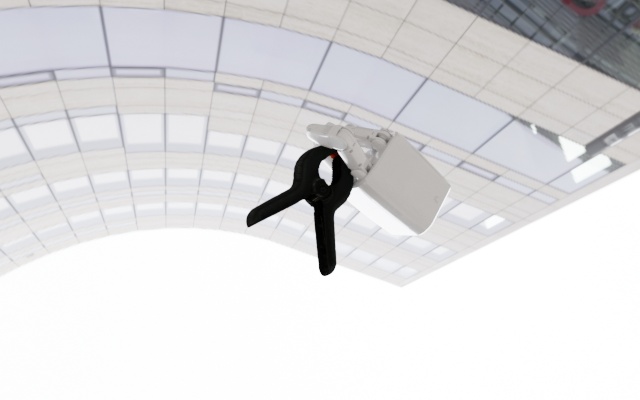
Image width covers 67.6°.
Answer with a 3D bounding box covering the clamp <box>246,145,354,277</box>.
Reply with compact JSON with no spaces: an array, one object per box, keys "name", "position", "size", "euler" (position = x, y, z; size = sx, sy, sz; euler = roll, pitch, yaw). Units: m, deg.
[{"name":"clamp","position":[0.000,0.002,0.573],"size":[0.120,0.171,0.039],"euler":[46,-30,-19]}]
